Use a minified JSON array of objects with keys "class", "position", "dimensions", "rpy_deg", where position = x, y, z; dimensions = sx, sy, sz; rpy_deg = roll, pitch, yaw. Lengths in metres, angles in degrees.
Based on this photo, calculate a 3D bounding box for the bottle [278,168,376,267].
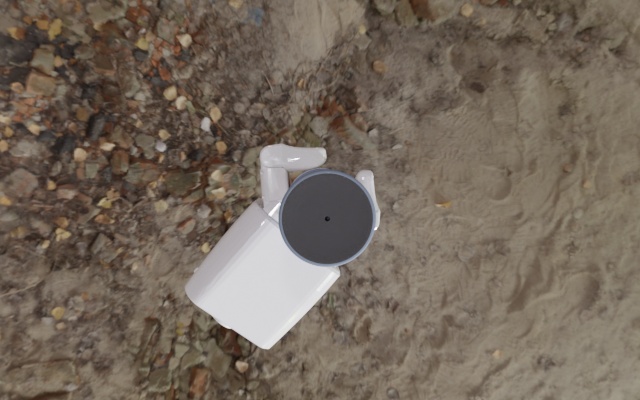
[{"class":"bottle","position":[0.000,0.001,0.468],"dimensions":[0.069,0.069,0.295],"rpy_deg":[0,4,-2]}]
